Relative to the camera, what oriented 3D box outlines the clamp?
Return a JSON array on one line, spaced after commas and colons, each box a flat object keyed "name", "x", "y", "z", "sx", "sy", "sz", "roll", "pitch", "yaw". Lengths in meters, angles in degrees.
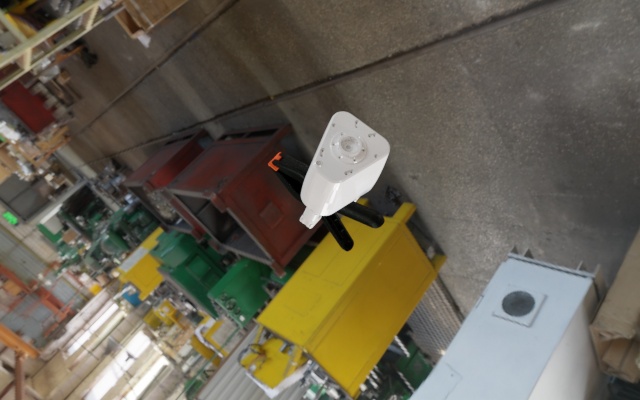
[{"name": "clamp", "x": -0.001, "y": 0.003, "z": 0.798, "sx": 0.210, "sy": 0.036, "sz": 0.165, "roll": 38, "pitch": -26, "yaw": 8}]
